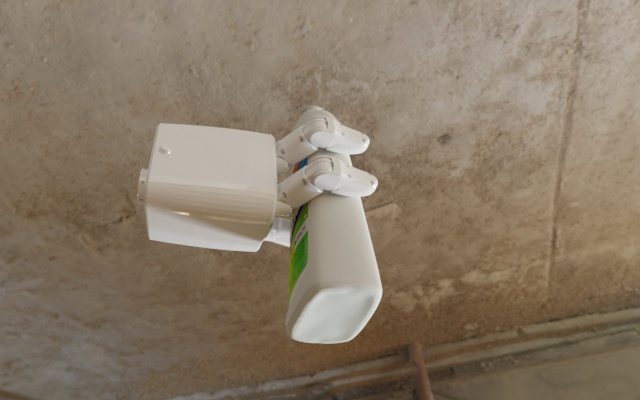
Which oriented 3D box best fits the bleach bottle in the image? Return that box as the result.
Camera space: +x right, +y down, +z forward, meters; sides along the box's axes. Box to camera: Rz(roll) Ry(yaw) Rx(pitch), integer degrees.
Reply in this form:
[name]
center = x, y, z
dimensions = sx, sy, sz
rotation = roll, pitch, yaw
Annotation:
[bleach bottle]
center = 0.000, 0.002, 0.469
dimensions = 0.068, 0.250, 0.103
rotation = 7, -44, -16
